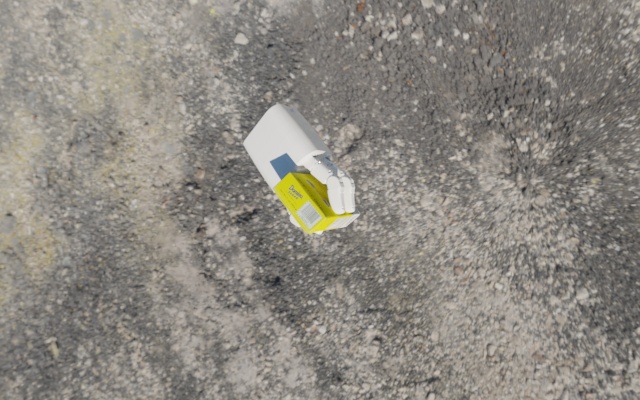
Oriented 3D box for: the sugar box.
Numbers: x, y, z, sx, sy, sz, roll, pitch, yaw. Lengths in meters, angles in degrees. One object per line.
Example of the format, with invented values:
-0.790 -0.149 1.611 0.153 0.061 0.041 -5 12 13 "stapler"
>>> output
0.000 0.002 0.788 0.048 0.093 0.176 -42 -13 19 "sugar box"
